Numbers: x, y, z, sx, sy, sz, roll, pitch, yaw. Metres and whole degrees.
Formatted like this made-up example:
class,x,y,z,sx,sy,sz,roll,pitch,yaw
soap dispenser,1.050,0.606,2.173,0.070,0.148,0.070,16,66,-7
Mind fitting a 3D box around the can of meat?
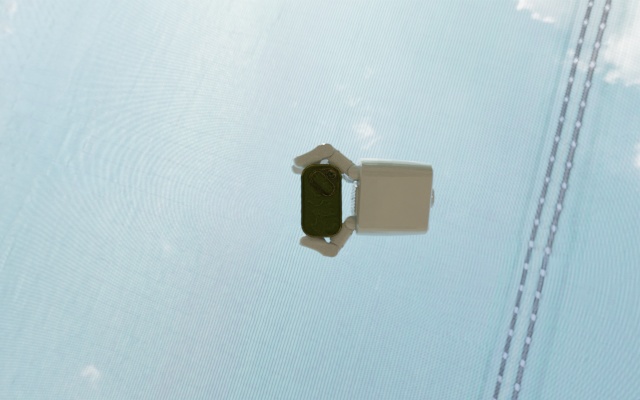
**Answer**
class,x,y,z,sx,sy,sz,roll,pitch,yaw
can of meat,0.000,0.002,0.694,0.057,0.102,0.084,0,-3,-2
